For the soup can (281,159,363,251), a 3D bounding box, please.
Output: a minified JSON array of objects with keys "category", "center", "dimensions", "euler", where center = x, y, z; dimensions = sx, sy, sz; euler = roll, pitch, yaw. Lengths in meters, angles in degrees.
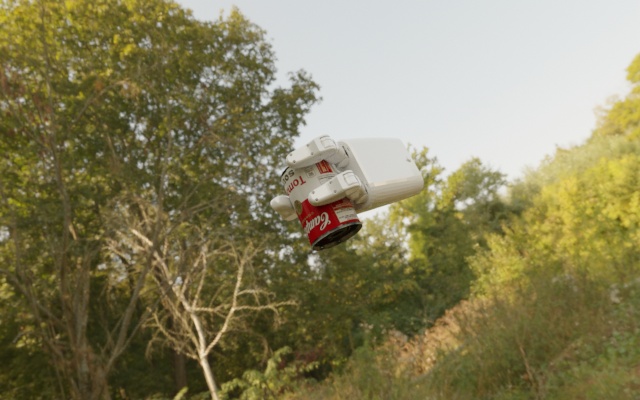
[{"category":"soup can","center":[0.000,0.002,0.594],"dimensions":[0.068,0.102,0.068],"euler":[-23,-19,-8]}]
